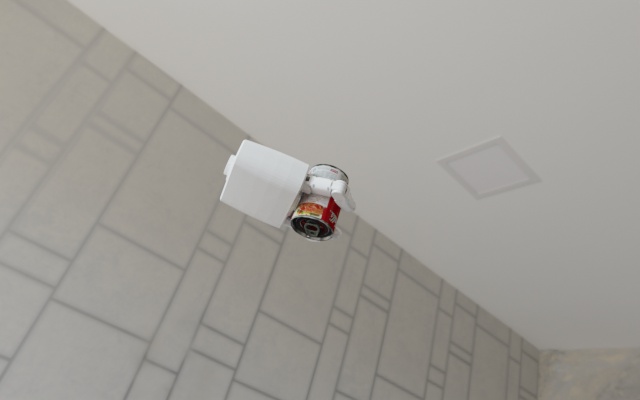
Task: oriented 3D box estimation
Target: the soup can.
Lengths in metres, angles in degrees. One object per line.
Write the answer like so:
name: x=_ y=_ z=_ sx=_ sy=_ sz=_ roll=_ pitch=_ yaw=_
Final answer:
soup can: x=0.001 y=0.002 z=0.744 sx=0.068 sy=0.102 sz=0.068 roll=14 pitch=-32 yaw=9
